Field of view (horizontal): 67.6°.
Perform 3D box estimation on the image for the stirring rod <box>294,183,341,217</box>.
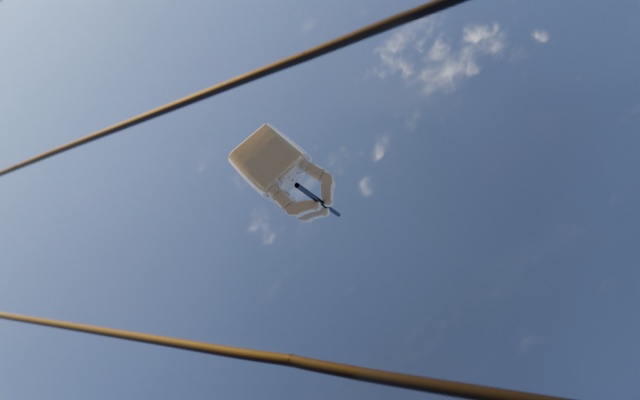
[{"bbox_3d":[0.000,0.003,0.823,0.011,0.011,0.239,0,-12,17],"label":"stirring rod"}]
